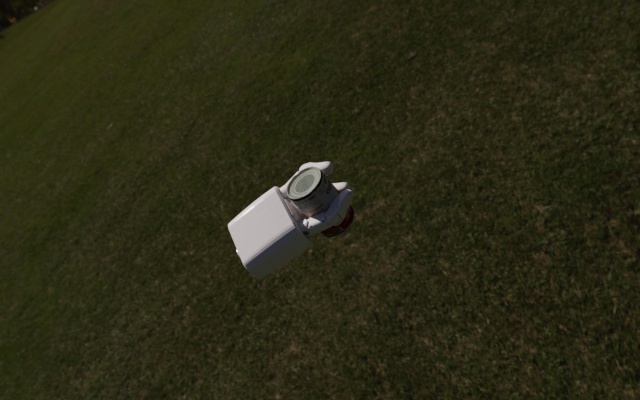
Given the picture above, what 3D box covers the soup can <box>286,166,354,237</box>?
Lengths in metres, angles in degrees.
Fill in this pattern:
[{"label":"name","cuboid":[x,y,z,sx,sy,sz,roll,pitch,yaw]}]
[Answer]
[{"label":"soup can","cuboid":[0.000,0.002,0.763,0.068,0.068,0.102,0,-37,41]}]
